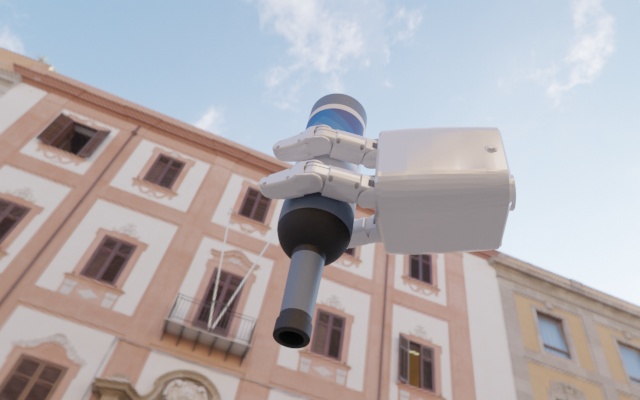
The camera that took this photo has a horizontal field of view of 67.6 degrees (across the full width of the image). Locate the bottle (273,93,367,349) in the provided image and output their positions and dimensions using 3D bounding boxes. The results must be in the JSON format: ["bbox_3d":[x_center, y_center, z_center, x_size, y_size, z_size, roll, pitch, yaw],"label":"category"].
[{"bbox_3d":[0.000,0.001,0.448,0.069,0.069,0.295,0,41,11],"label":"bottle"}]
